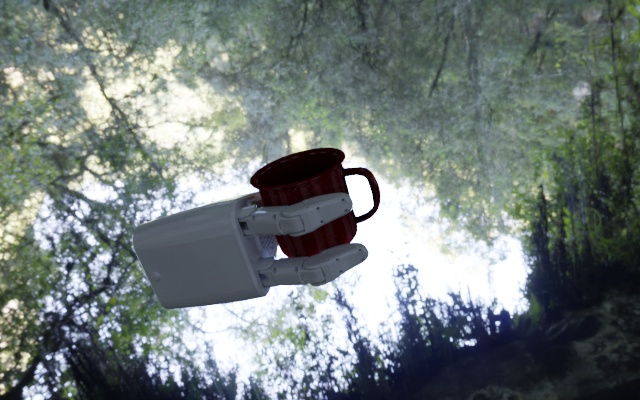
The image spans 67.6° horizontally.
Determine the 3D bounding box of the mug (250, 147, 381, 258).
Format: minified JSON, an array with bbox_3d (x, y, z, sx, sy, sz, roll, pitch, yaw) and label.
[{"bbox_3d":[0.002,0.001,0.458,0.117,0.081,0.093,-11,23,13],"label":"mug"}]
